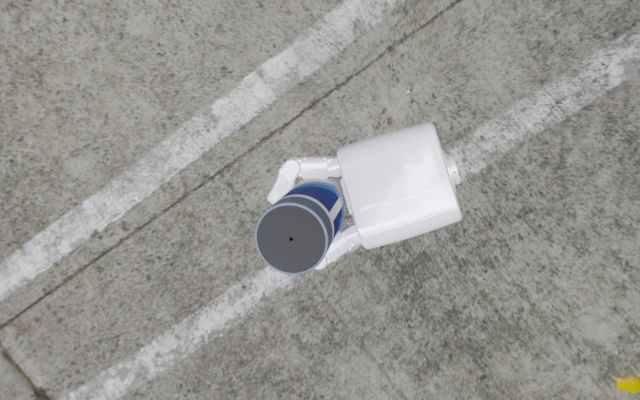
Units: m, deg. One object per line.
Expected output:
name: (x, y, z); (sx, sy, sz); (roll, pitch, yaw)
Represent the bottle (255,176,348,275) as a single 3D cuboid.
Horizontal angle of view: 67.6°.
bottle: (0.000, 0.002, 0.556); (0.069, 0.069, 0.295); (0, 13, 10)
